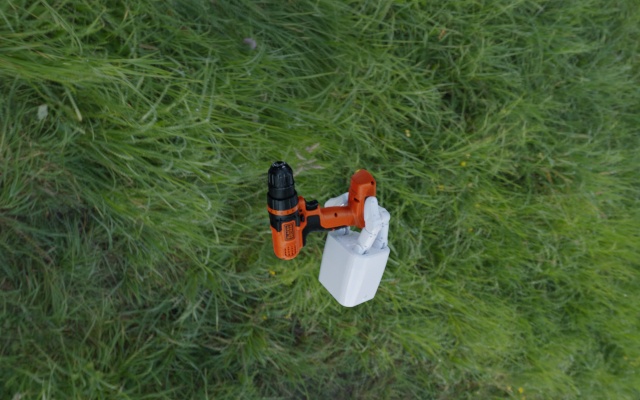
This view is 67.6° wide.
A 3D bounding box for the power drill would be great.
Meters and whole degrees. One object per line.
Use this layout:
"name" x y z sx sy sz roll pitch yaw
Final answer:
"power drill" 0.001 0.003 0.818 0.187 0.185 0.057 -13 36 -17
